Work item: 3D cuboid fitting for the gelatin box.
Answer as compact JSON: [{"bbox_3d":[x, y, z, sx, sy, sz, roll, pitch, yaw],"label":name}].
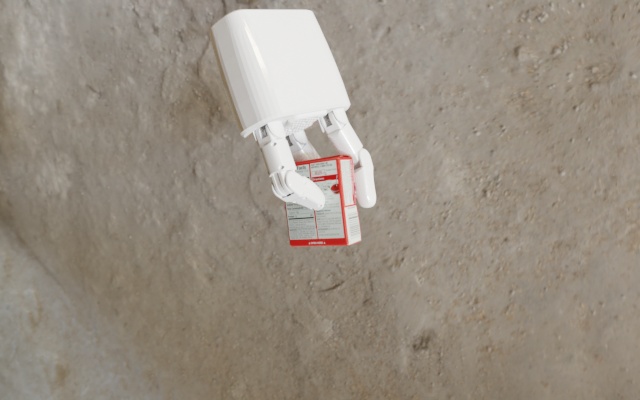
[{"bbox_3d":[0.000,0.002,0.487,0.073,0.089,0.030,-5,2,35],"label":"gelatin box"}]
